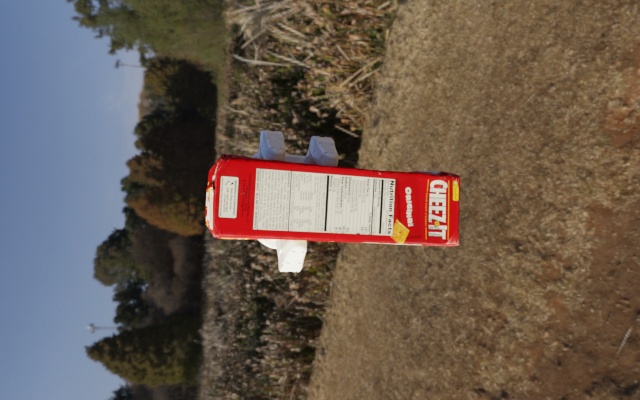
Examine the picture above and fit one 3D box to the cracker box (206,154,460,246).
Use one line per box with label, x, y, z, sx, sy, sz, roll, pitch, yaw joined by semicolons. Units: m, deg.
cracker box;0.000;0.002;0.467;0.214;0.072;0.164;3;-1;-15
